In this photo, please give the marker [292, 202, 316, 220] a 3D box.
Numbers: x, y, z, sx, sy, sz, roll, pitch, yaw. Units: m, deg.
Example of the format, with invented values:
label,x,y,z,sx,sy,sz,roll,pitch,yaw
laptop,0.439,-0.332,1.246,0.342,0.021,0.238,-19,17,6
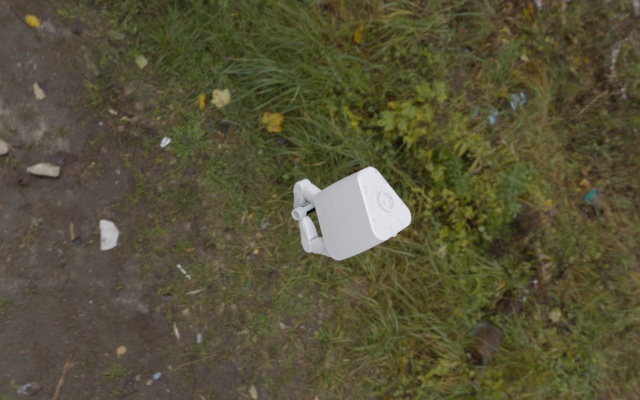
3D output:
label,x,y,z,sx,sy,sz,roll,pitch,yaw
marker,0.000,0.003,0.796,0.020,0.020,0.121,0,20,44
